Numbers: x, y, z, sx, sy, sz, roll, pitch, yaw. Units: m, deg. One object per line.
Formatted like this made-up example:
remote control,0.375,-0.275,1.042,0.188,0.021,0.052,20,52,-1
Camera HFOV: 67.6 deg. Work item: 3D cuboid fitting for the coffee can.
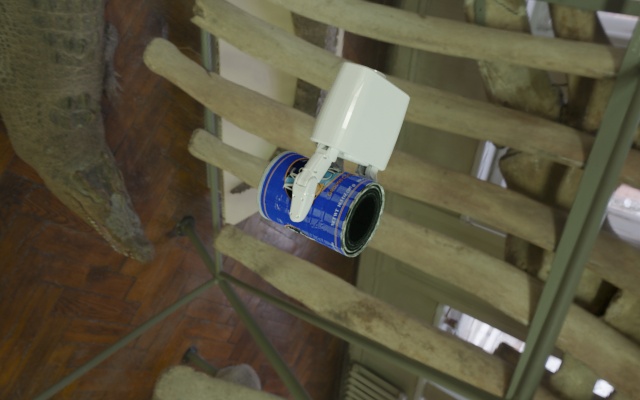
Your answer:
coffee can,0.000,0.002,0.642,0.140,0.103,0.103,23,11,29
